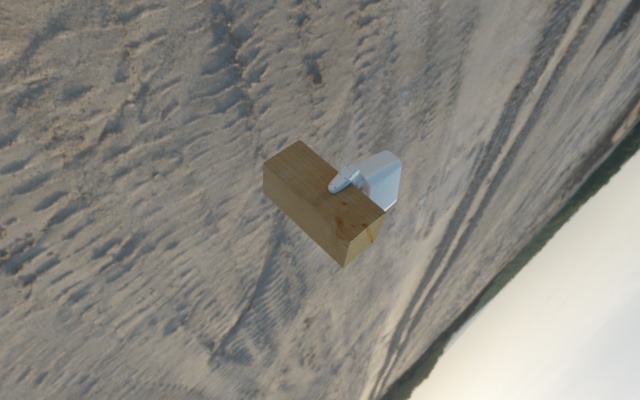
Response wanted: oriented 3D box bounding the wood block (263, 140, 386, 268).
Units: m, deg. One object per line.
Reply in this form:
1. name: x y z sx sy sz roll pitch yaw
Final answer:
1. wood block: 0.001 0.002 0.824 0.090 0.206 0.091 -36 -25 -28
